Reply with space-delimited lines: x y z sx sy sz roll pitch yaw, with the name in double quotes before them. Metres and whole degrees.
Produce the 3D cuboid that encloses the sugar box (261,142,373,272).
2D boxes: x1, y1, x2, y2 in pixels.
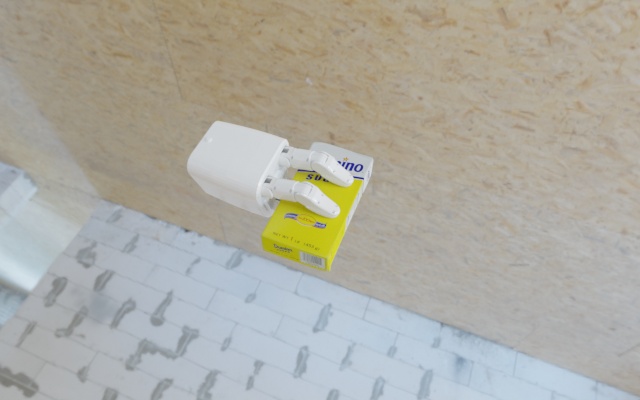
"sugar box" 0.000 0.002 0.641 0.093 0.176 0.048 18 -32 12
